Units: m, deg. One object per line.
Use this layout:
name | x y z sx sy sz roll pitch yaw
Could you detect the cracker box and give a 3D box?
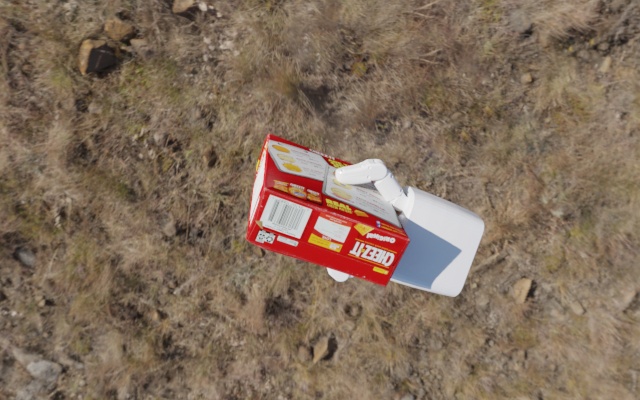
cracker box | 0.000 0.002 0.583 0.164 0.072 0.213 19 19 -12
